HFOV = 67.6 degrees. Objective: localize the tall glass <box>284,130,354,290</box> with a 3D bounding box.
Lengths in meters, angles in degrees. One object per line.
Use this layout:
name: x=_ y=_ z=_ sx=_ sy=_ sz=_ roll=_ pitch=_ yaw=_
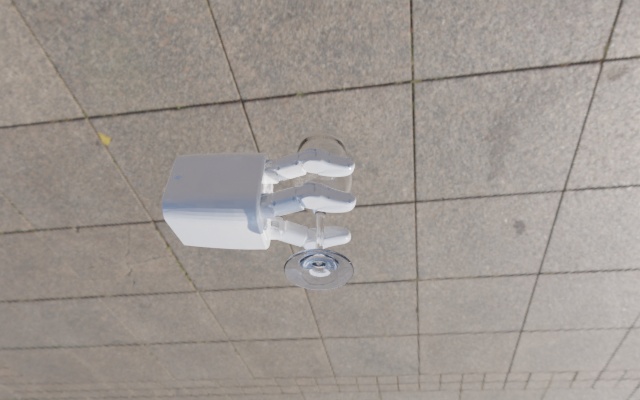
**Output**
tall glass: x=0.000 y=0.002 z=0.571 sx=0.079 sy=0.200 sz=0.079 roll=1 pitch=-43 yaw=1
